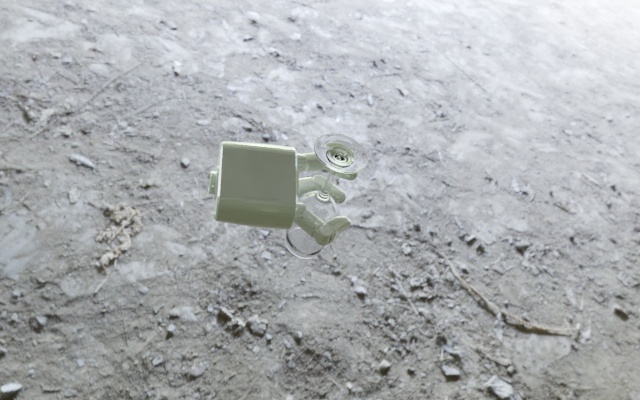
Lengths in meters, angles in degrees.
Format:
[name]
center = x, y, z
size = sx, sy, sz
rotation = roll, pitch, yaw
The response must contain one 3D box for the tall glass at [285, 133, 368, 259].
[tall glass]
center = 0.000, 0.002, 0.691
size = 0.079, 0.079, 0.201
rotation = 0, -41, -21
